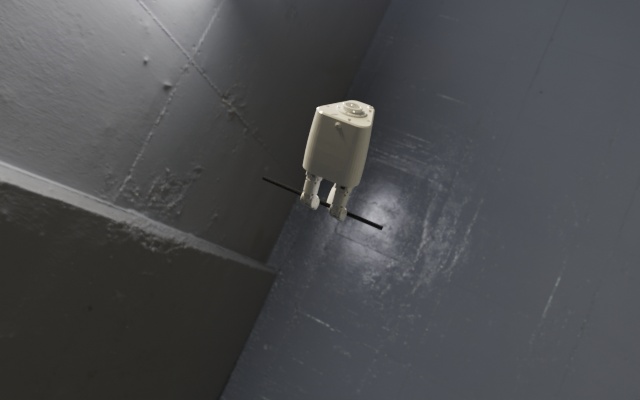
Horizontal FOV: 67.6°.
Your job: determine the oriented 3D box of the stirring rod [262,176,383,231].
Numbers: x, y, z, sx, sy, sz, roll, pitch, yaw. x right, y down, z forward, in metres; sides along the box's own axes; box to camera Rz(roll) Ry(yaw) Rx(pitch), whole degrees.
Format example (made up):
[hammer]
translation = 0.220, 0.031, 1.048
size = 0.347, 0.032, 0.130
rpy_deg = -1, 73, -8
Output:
[stirring rod]
translation = 0.000, 0.003, 0.854
size = 0.239, 0.011, 0.011
rpy_deg = 23, 7, 16
